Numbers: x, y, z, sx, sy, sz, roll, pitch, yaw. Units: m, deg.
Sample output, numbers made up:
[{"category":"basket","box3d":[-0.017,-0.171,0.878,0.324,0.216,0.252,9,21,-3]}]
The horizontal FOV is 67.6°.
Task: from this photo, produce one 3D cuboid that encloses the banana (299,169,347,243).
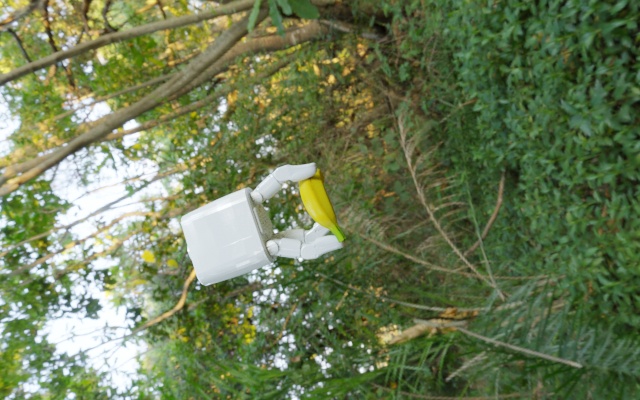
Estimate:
[{"category":"banana","box3d":[-0.007,-0.011,0.704,0.037,0.070,0.197,-25,29,5]}]
